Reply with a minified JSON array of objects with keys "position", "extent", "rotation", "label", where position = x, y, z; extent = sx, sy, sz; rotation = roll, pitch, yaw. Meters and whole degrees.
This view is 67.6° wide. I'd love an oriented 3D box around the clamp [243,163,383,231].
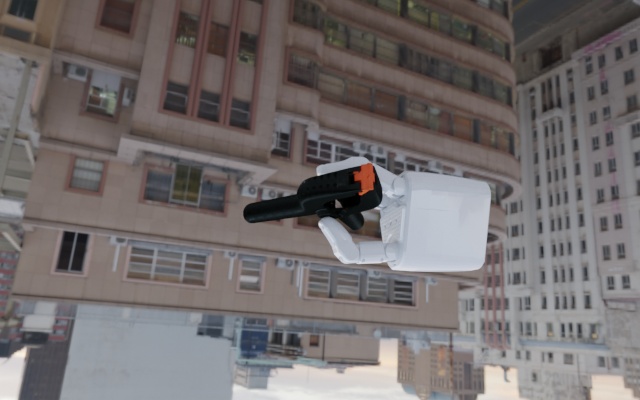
[{"position":[0.000,0.002,0.549],"extent":[0.164,0.036,0.210],"rotation":[2,-15,-13],"label":"clamp"}]
